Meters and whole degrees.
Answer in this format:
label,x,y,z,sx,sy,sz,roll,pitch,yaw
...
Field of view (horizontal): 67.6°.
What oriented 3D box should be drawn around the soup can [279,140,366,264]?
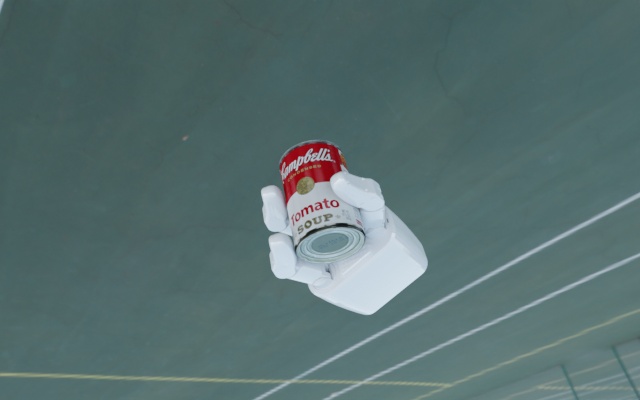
label,x,y,z,sx,sy,sz,roll,pitch,yaw
soup can,0.000,0.002,0.462,0.068,0.102,0.069,-9,-34,-6
